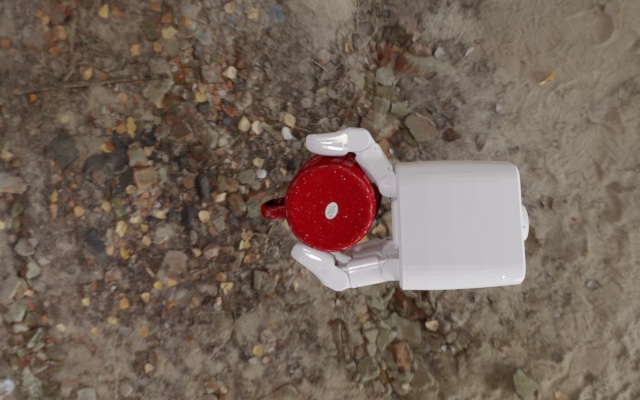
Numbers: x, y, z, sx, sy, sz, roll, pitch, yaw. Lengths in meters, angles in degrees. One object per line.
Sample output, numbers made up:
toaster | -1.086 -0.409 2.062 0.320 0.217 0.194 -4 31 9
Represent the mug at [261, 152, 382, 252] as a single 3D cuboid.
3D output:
mug | -0.001 0.002 0.455 0.117 0.093 0.081 -5 9 8
